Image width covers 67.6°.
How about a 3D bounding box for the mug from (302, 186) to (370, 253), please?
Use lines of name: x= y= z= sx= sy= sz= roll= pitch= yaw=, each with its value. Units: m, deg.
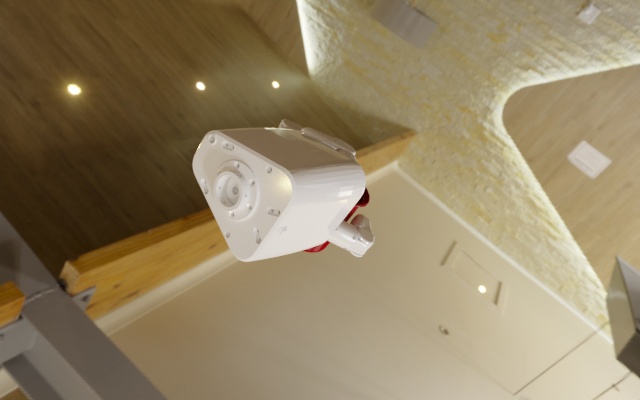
mug: x=0.001 y=0.002 z=0.537 sx=0.093 sy=0.081 sz=0.117 roll=47 pitch=27 yaw=21
